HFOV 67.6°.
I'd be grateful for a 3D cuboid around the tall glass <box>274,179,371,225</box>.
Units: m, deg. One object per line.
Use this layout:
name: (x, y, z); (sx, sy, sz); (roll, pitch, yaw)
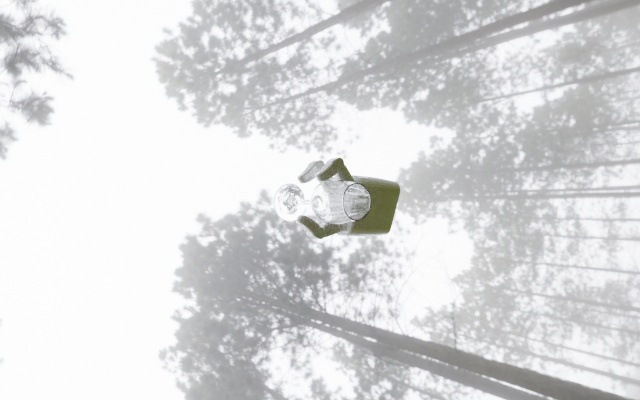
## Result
tall glass: (0.000, 0.003, 0.850); (0.079, 0.079, 0.201); (0, 0, -36)
